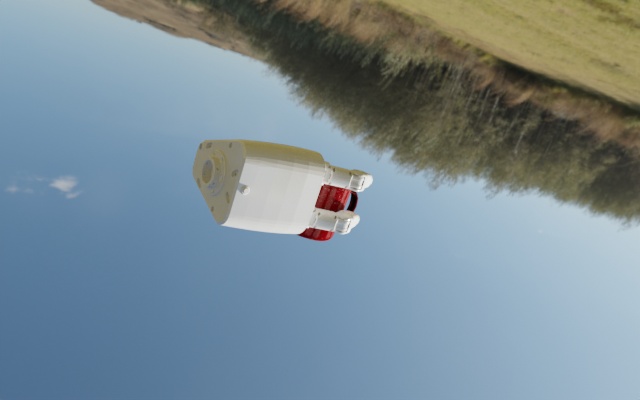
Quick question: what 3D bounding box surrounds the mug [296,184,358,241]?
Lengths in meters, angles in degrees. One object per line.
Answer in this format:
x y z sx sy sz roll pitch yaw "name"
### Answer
0.001 0.002 0.635 0.117 0.081 0.093 9 18 -40 "mug"
